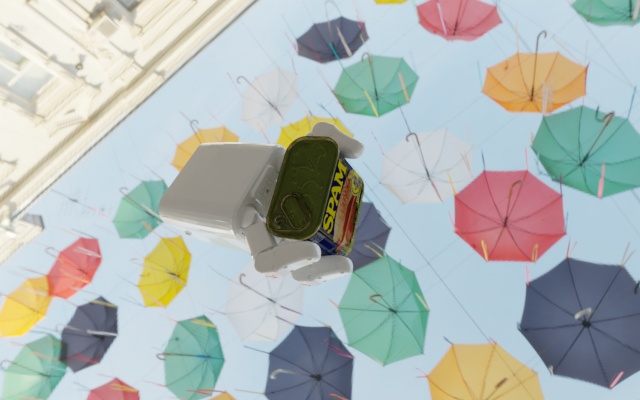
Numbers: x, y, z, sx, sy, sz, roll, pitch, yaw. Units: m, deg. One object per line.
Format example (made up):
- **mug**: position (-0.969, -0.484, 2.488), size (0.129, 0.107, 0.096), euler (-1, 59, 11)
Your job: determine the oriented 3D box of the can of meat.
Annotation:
- **can of meat**: position (0.000, 0.002, 0.469), size (0.057, 0.102, 0.084), euler (5, -19, 28)
